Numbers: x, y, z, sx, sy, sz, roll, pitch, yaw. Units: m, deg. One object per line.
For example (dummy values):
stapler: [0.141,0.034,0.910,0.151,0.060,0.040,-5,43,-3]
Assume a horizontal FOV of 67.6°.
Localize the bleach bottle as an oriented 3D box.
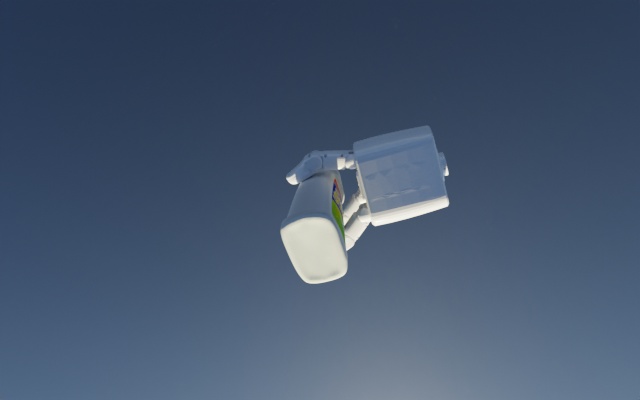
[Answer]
bleach bottle: [0.000,0.002,0.672,0.068,0.103,0.250,-14,27,11]
